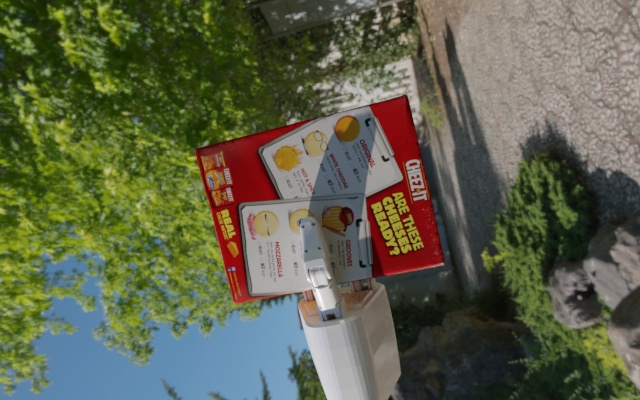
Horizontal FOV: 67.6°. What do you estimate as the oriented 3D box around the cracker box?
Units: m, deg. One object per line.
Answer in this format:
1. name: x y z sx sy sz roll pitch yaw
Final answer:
1. cracker box: 0.000 0.002 0.487 0.214 0.164 0.072 -13 5 9
